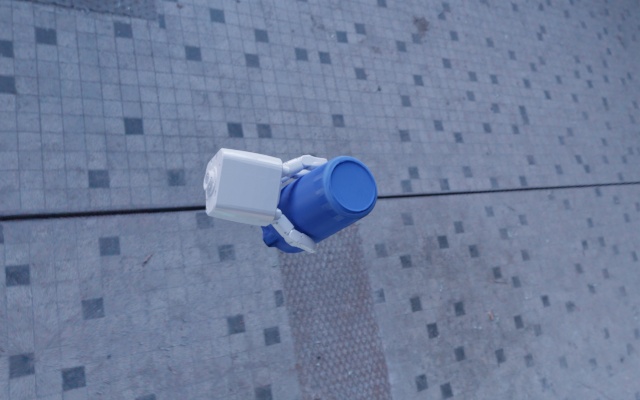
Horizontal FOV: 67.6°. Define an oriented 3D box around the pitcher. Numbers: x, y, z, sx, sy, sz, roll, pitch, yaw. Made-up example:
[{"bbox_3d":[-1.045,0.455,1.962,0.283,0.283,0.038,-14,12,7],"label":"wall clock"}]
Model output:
[{"bbox_3d":[0.000,0.003,0.872,0.145,0.149,0.243,12,-22,-27],"label":"pitcher"}]
